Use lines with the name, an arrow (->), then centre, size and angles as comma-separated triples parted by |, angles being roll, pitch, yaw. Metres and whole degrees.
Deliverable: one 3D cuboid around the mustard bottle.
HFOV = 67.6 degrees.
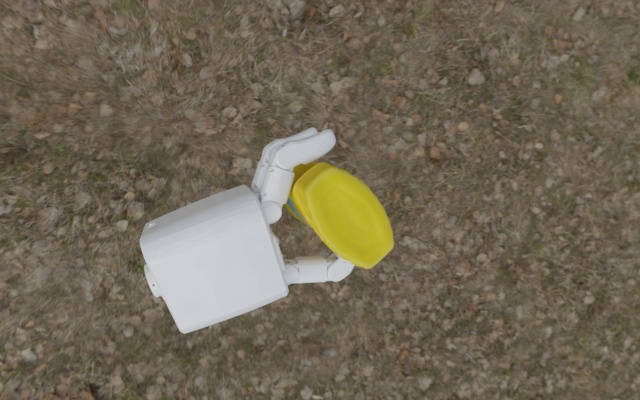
mustard bottle -> 0.000, 0.001, 0.479 | 0.058, 0.096, 0.191 | -43, 17, -6
